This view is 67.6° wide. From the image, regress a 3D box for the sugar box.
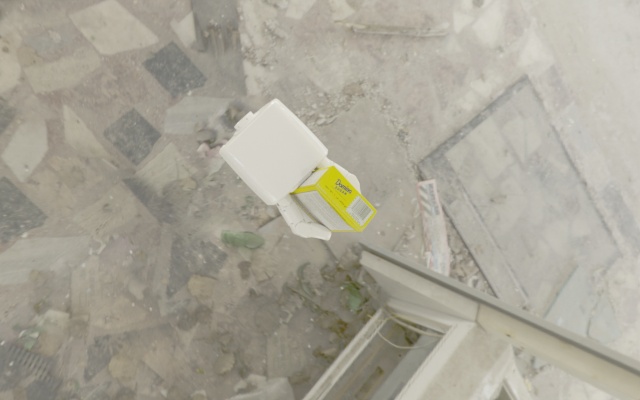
[{"bbox_3d":[0.000,0.002,0.707,0.093,0.048,0.176,47,-17,-16],"label":"sugar box"}]
